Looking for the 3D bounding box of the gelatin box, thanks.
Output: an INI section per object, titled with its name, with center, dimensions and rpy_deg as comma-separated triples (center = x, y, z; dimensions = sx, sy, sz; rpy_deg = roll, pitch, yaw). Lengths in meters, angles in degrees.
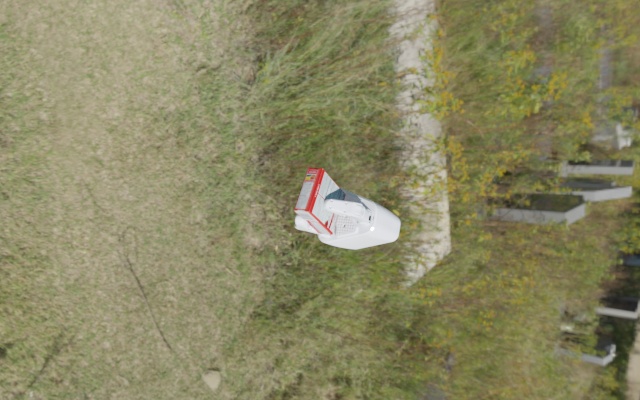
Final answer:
[gelatin box]
center = 0.000, 0.002, 0.731
dimensions = 0.030, 0.073, 0.089
rpy_deg = 6, -23, 30
